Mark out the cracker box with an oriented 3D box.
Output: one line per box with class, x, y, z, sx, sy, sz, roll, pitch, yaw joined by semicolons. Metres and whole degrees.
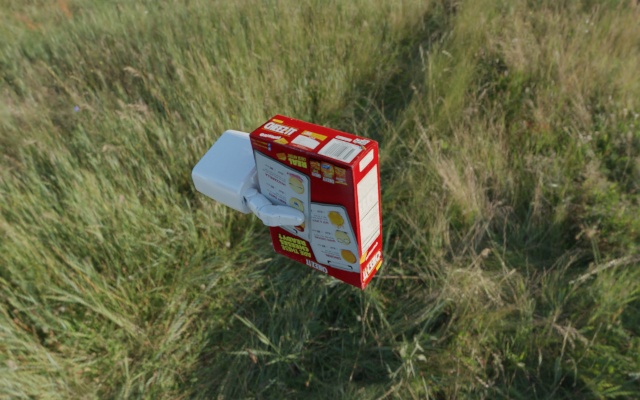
cracker box;0.000;0.002;0.661;0.164;0.214;0.072;20;46;30
